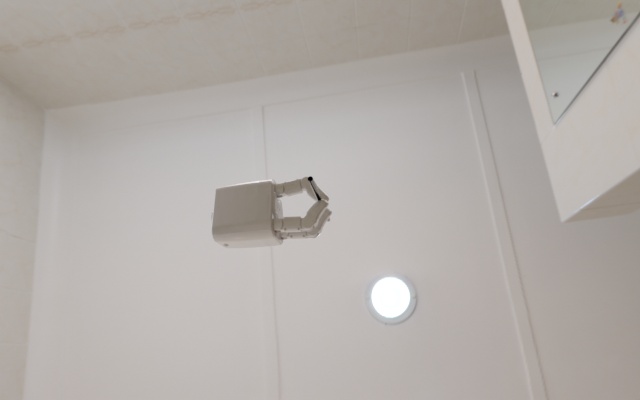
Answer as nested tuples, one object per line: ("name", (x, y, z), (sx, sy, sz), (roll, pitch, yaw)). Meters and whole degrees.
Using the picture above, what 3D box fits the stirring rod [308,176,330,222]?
("stirring rod", (0.000, 0.003, 0.813), (0.011, 0.011, 0.240), (0, -17, 7))
